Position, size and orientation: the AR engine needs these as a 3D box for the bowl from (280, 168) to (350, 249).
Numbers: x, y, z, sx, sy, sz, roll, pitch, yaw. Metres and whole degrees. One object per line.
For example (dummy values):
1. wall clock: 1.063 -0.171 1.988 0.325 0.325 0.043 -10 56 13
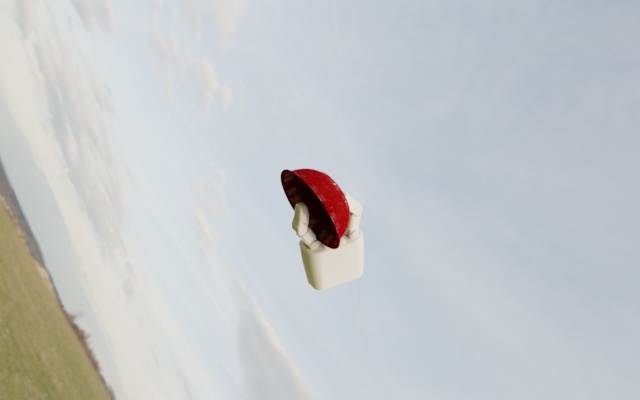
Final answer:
1. bowl: 0.000 0.002 0.816 0.055 0.162 0.162 -35 12 -18
